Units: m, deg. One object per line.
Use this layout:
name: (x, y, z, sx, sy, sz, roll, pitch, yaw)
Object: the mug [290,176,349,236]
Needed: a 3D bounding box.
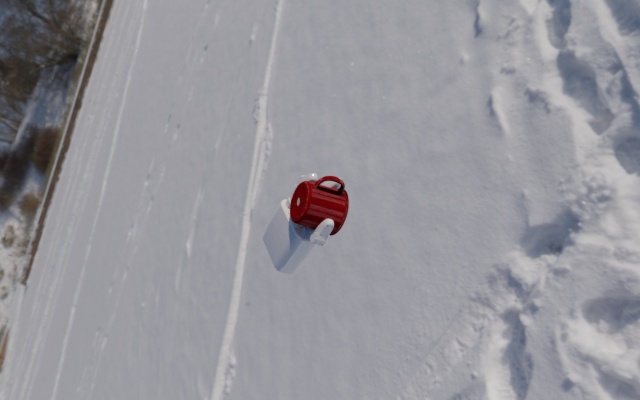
mug: (0.001, 0.002, 0.883, 0.081, 0.117, 0.093, 16, 35, -25)
